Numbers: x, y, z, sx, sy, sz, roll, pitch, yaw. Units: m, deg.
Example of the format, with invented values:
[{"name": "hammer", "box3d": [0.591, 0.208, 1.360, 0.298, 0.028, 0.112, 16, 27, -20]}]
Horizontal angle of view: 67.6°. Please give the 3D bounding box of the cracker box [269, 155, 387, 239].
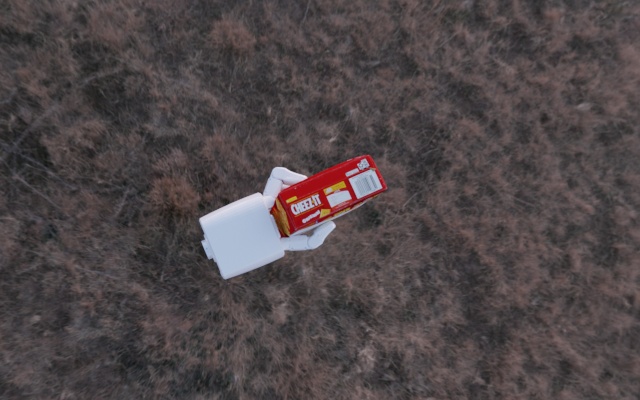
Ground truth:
[{"name": "cracker box", "box3d": [0.000, 0.003, 0.829, 0.164, 0.072, 0.214, -24, -4, -14]}]
